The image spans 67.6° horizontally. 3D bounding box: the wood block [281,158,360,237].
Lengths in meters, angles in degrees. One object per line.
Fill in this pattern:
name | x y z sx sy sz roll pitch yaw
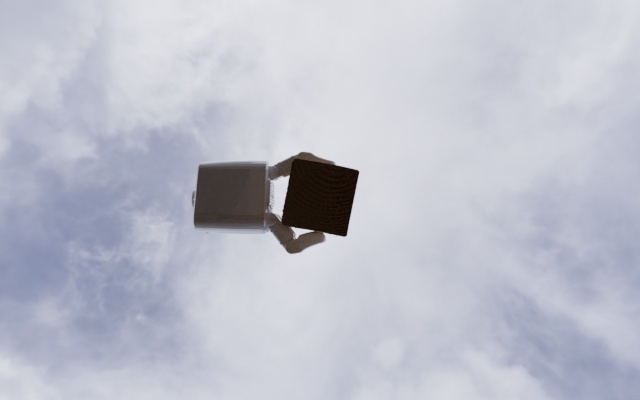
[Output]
wood block | 0.000 0.002 0.713 0.090 0.091 0.206 10 -3 1
